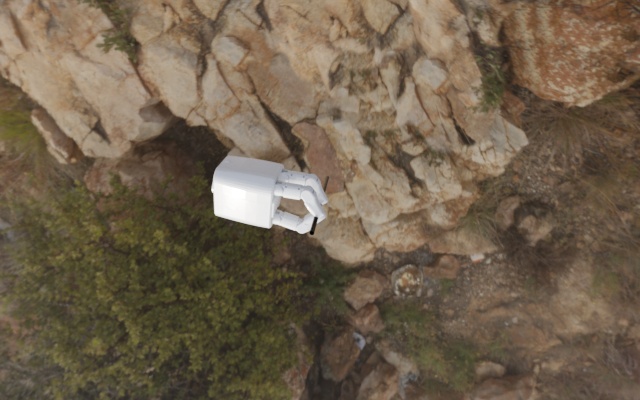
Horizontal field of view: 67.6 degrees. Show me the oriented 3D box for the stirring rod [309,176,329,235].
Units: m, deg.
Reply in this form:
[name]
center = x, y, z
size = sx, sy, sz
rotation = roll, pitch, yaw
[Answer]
[stirring rod]
center = 0.000, 0.003, 0.886
size = 0.011, 0.011, 0.239
rotation = 0, 25, 8
